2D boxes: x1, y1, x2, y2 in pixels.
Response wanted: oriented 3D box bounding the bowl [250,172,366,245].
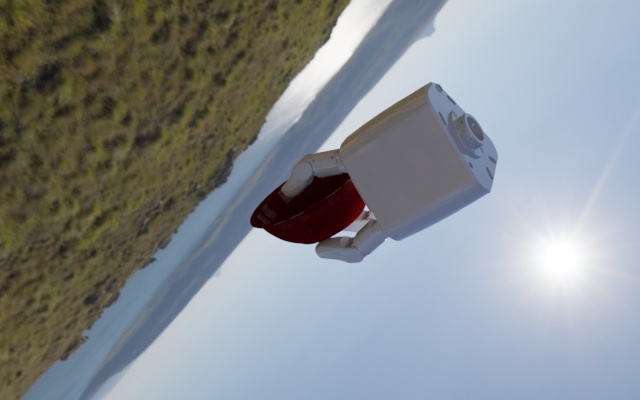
[{"bbox_3d":[-0.001,0.002,0.555,0.162,0.055,0.162,-29,18,10],"label":"bowl"}]
